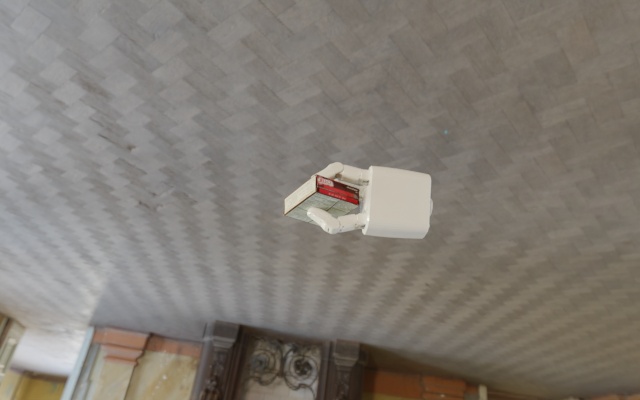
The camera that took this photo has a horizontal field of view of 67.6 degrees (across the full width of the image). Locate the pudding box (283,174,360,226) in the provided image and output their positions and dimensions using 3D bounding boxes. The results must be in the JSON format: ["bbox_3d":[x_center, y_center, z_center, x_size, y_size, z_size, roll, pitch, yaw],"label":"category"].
[{"bbox_3d":[0.000,0.003,0.827,0.090,0.039,0.113,19,-34,-28],"label":"pudding box"}]
